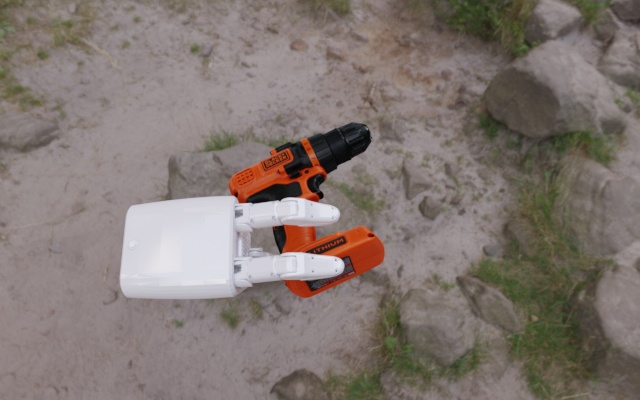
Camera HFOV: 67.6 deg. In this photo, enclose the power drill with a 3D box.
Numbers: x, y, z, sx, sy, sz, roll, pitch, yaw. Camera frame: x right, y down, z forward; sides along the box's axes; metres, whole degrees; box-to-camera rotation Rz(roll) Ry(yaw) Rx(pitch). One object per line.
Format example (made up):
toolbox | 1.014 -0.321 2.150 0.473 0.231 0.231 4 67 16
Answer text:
power drill | 0.000 0.002 0.536 0.184 0.187 0.057 -26 -42 0
